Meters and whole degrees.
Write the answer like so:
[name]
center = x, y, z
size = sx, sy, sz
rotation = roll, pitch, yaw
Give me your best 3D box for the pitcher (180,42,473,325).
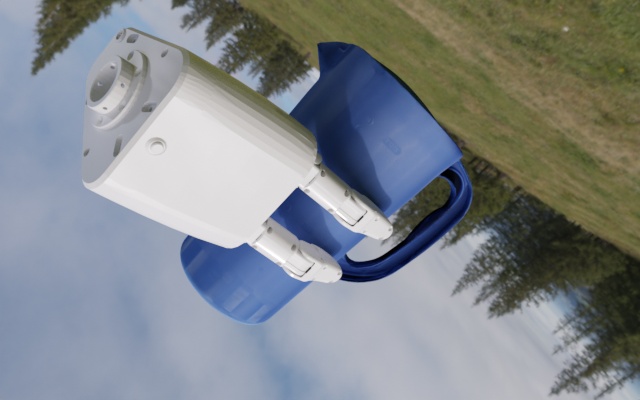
[pitcher]
center = 0.000, 0.001, 0.420
size = 0.145, 0.243, 0.149
rotation = 30, 19, -49
